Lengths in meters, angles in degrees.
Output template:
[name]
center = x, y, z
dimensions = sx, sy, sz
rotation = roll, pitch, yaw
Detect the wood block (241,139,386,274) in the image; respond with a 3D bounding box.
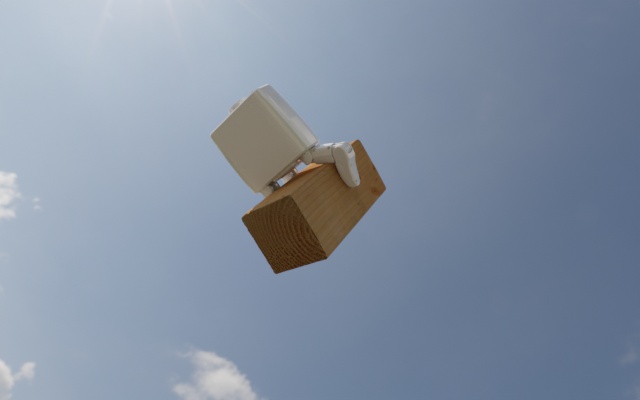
[wood block]
center = 0.000, 0.002, 0.655
dimensions = 0.091, 0.090, 0.206
rotation = -23, 12, 36
